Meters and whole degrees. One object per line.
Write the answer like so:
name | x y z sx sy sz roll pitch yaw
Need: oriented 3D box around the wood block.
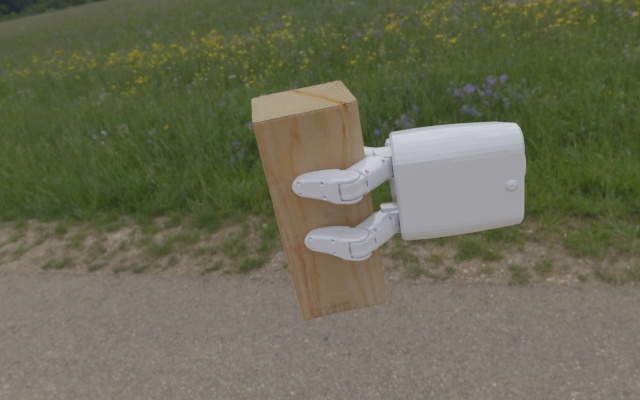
wood block | 0.000 0.001 0.467 0.090 0.206 0.090 -12 26 -2
